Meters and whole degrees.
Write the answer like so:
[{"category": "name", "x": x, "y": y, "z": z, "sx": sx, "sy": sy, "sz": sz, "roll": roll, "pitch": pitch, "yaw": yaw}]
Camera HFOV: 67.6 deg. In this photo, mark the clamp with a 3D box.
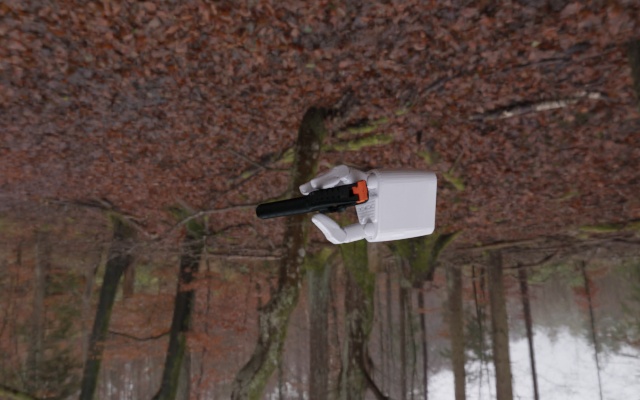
[{"category": "clamp", "x": 0.001, "y": 0.003, "z": 0.722, "sx": 0.164, "sy": 0.036, "sz": 0.210, "roll": -6, "pitch": -5, "yaw": -22}]
